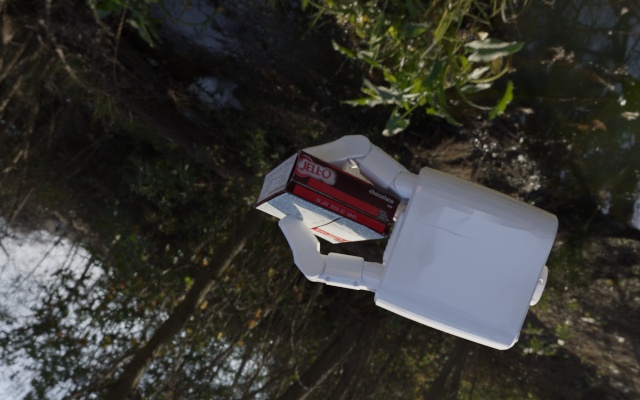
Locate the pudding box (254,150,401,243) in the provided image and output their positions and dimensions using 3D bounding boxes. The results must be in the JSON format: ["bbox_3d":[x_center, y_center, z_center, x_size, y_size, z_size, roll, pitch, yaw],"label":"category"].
[{"bbox_3d":[0.000,0.001,0.402,0.090,0.039,0.113,26,-16,-15],"label":"pudding box"}]
